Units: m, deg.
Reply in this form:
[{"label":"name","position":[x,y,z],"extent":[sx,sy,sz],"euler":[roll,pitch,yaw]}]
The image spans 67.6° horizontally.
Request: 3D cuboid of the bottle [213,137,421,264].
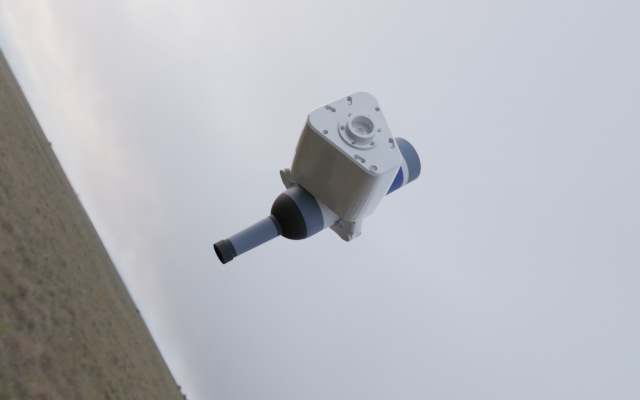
[{"label":"bottle","position":[0.000,0.002,0.618],"extent":[0.295,0.069,0.069],"euler":[-27,12,-24]}]
